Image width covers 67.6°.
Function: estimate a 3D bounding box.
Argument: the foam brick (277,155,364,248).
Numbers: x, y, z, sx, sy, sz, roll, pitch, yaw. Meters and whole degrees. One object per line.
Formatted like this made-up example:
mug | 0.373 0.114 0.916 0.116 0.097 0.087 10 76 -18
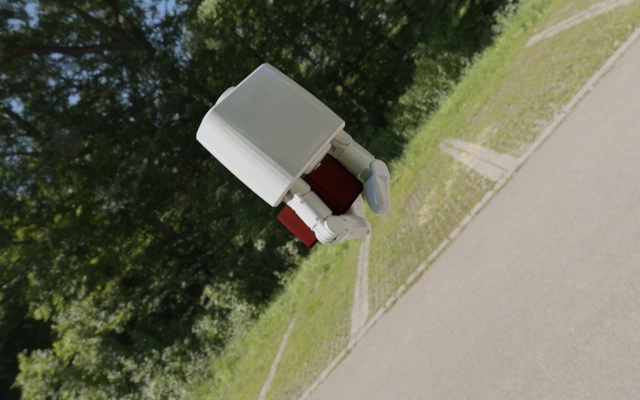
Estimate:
foam brick | 0.000 0.002 0.508 0.078 0.051 0.053 -50 0 42
